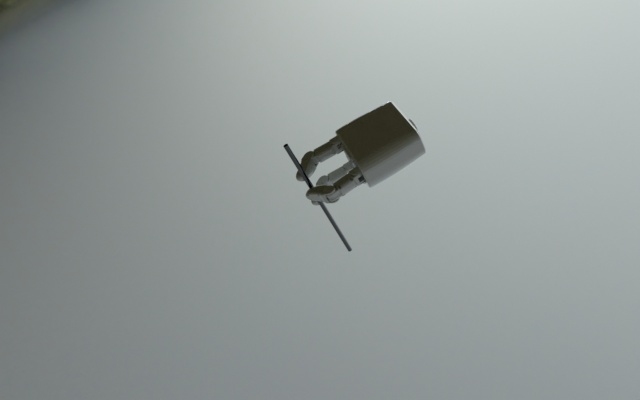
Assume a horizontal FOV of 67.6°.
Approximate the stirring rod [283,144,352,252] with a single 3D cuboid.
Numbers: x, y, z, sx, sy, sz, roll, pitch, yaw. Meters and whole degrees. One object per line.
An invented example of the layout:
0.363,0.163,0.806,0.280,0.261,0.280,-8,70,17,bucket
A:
0.000,0.002,0.783,0.011,0.240,0.011,-21,35,16,stirring rod
